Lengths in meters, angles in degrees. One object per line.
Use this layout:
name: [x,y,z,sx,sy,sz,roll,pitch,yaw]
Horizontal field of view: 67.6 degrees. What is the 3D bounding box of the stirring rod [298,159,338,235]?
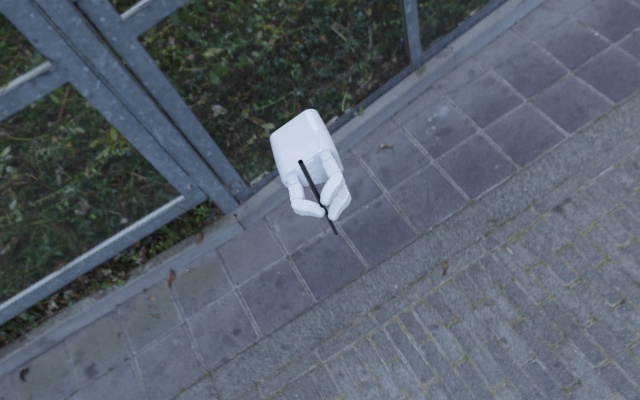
stirring rod: [0.000,0.003,0.794,0.011,0.011,0.240,0,-29,16]
